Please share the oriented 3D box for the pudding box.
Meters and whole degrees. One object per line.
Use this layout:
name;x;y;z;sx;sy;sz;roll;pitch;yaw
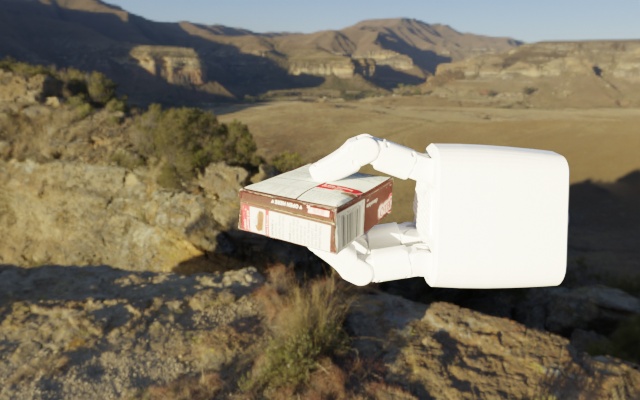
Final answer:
pudding box;0.000;0.001;0.402;0.090;0.039;0.113;11;18;27
